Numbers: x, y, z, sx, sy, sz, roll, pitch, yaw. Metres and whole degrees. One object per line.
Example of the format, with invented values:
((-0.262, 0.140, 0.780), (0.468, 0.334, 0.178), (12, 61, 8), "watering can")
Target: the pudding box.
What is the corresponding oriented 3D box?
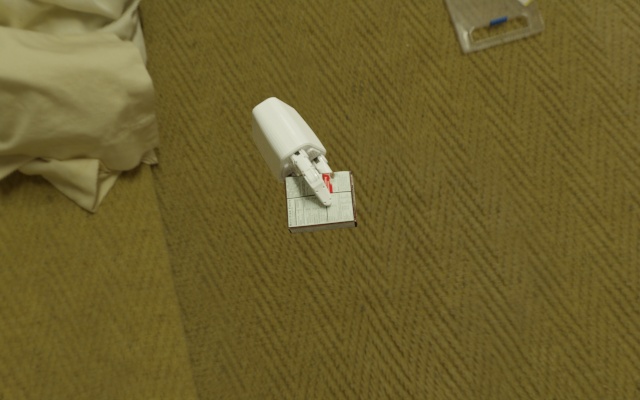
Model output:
((0.000, 0.002, 0.779), (0.113, 0.090, 0.039), (-6, -17, 7), "pudding box")
